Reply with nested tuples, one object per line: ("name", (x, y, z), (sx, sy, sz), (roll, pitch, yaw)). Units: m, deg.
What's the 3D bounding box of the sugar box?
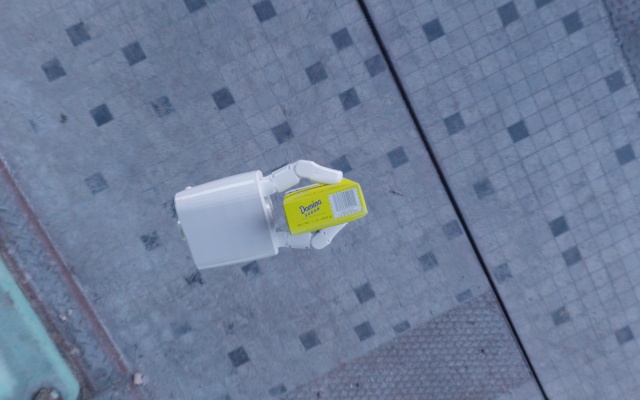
("sugar box", (0.000, 0.002, 0.627), (0.093, 0.048, 0.176), (-15, 8, -3))
